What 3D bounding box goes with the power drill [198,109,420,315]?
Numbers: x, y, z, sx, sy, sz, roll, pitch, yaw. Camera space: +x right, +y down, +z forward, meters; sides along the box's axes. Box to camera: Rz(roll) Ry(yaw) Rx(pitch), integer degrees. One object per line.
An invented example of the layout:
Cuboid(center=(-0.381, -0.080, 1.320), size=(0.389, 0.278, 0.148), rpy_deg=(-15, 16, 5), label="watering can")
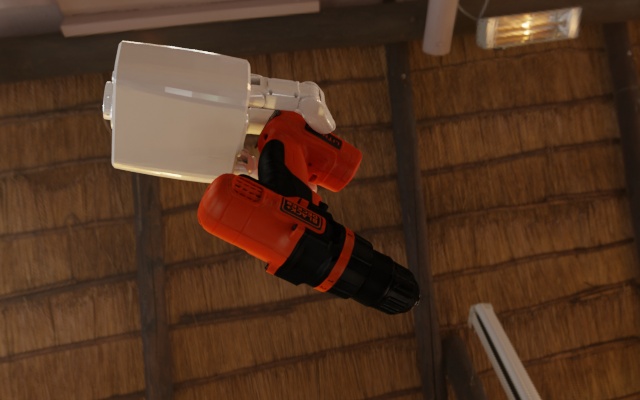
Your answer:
Cuboid(center=(0.000, 0.001, 0.417), size=(0.184, 0.057, 0.187), rpy_deg=(30, 27, -15), label="power drill")
